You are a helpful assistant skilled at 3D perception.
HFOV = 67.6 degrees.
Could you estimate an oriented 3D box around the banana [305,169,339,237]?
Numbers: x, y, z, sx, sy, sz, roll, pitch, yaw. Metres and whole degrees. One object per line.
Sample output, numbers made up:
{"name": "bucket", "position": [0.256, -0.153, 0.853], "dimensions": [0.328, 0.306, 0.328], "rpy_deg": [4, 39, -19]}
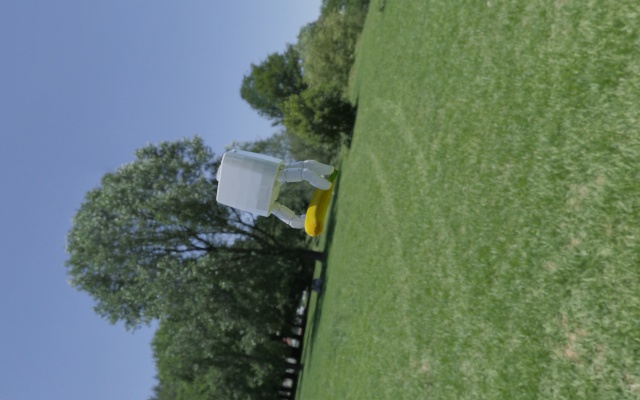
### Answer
{"name": "banana", "position": [-0.004, 0.015, 0.897], "dimensions": [0.037, 0.070, 0.197], "rpy_deg": [17, 37, -1]}
